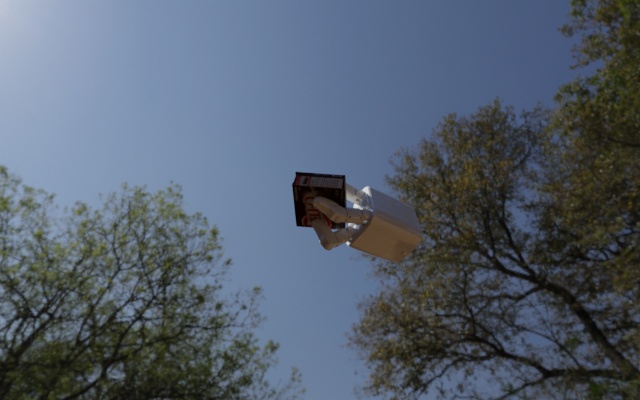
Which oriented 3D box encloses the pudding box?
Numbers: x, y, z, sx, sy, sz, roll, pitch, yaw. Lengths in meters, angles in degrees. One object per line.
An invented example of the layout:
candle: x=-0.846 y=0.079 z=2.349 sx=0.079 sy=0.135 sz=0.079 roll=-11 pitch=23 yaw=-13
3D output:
pudding box: x=0.000 y=0.003 z=0.835 sx=0.090 sy=0.039 sz=0.114 roll=3 pitch=-44 yaw=6
